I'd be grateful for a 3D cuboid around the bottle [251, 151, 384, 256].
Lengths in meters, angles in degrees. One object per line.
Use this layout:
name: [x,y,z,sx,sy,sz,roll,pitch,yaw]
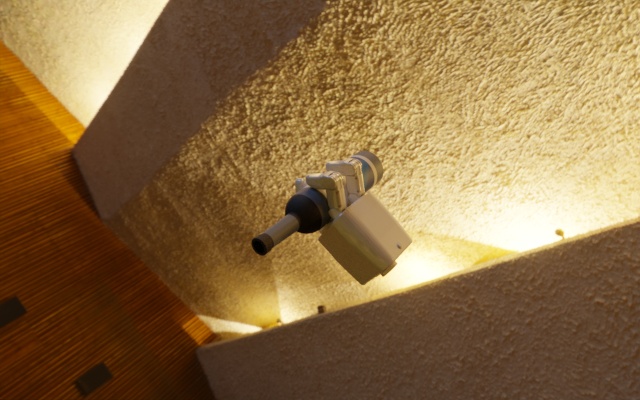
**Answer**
bottle: [0.000,0.002,0.749,0.069,0.069,0.295,0,24,39]
